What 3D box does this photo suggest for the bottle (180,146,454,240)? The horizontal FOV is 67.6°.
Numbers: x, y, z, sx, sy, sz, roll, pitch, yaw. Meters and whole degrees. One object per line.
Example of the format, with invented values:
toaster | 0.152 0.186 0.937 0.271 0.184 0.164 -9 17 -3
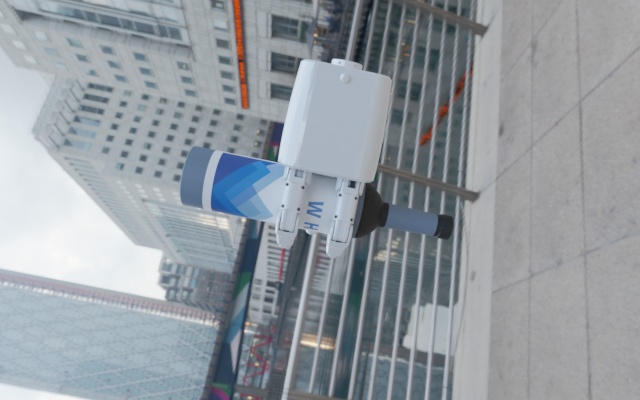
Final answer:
bottle | 0.000 0.002 0.529 0.296 0.069 0.069 11 0 -2
